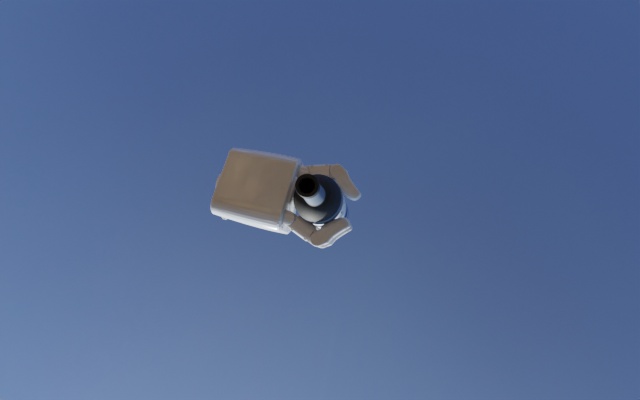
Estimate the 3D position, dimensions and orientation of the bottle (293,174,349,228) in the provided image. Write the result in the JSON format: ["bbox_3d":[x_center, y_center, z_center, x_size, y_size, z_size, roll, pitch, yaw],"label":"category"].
[{"bbox_3d":[0.000,0.002,0.682,0.069,0.069,0.296,0,-8,6],"label":"bottle"}]
